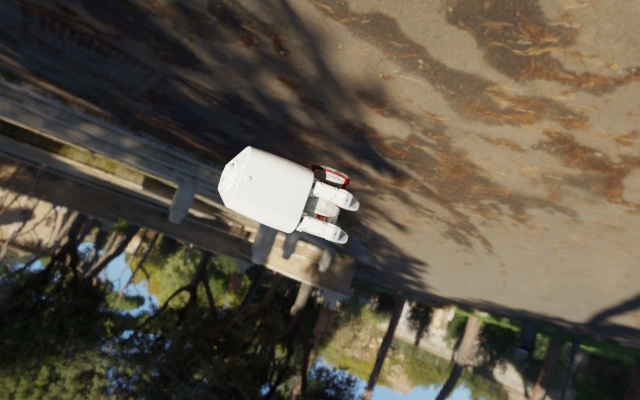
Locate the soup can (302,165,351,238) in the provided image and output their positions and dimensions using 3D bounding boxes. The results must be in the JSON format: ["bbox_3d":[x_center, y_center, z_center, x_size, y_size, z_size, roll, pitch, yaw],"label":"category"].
[{"bbox_3d":[0.000,0.003,0.759,0.068,0.102,0.068,19,-7,2],"label":"soup can"}]
